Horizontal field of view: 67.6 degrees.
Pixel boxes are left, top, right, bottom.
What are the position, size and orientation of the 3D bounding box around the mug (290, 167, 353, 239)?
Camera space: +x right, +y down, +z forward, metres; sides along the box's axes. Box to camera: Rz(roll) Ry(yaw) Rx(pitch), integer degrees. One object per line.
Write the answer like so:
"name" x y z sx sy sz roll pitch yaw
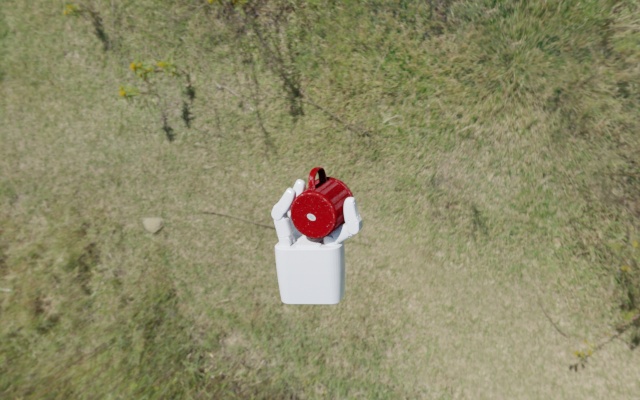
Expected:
"mug" 0.000 0.001 0.796 0.093 0.117 0.081 1 16 22
